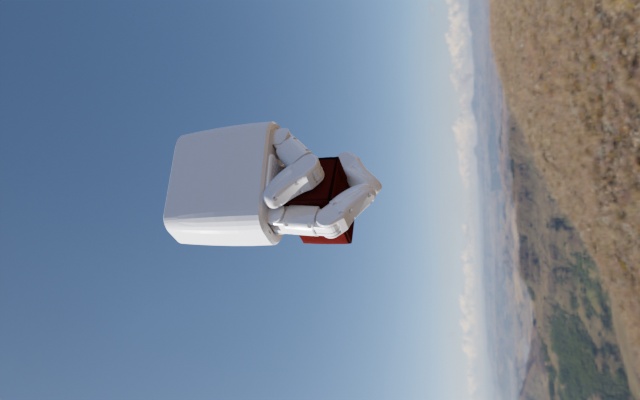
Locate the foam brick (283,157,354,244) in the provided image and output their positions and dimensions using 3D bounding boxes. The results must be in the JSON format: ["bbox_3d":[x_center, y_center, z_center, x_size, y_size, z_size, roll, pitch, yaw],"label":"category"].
[{"bbox_3d":[0.000,0.002,0.470,0.051,0.053,0.078,-3,-38,18],"label":"foam brick"}]
